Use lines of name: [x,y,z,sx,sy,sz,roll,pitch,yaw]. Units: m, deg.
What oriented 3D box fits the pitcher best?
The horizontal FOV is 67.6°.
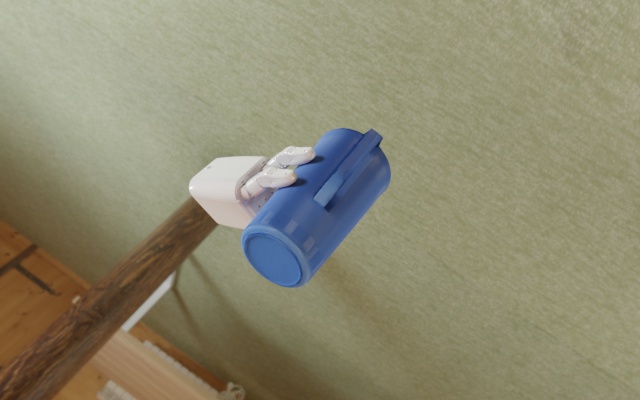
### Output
pitcher: [0.000,0.002,0.684,0.145,0.149,0.242,7,39,32]
